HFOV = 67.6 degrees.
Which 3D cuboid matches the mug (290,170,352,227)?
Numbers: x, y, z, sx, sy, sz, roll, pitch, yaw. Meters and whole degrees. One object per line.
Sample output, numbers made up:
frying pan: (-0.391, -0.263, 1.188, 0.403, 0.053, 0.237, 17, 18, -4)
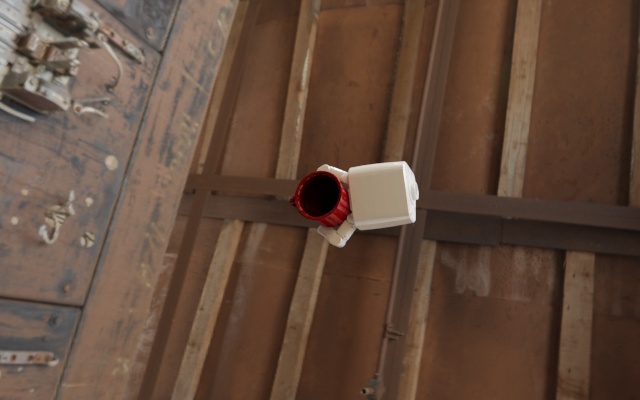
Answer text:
mug: (-0.001, 0.003, 0.890, 0.117, 0.093, 0.081, -7, -19, 23)
